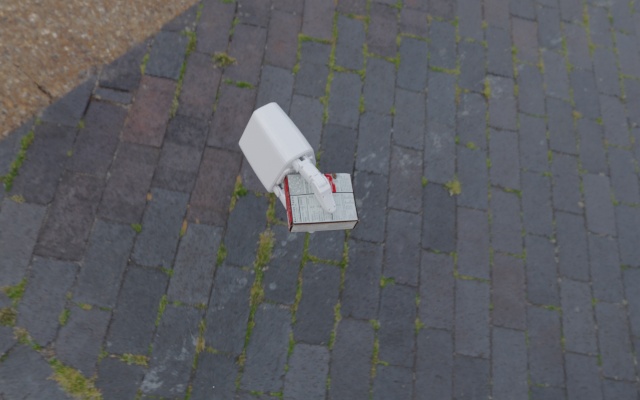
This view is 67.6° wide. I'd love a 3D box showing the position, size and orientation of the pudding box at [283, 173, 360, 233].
[{"bbox_3d":[0.000,0.002,0.774,0.113,0.090,0.039,-3,-23,-12],"label":"pudding box"}]
